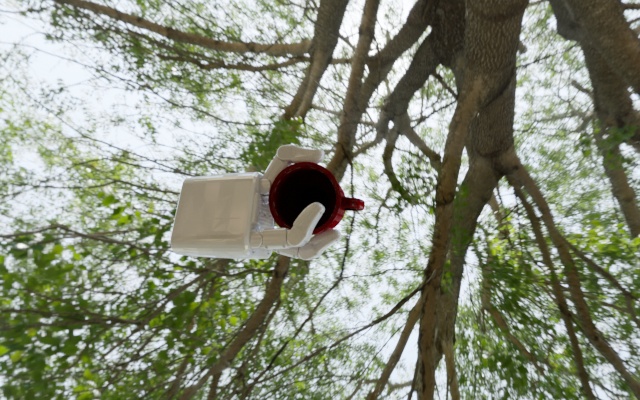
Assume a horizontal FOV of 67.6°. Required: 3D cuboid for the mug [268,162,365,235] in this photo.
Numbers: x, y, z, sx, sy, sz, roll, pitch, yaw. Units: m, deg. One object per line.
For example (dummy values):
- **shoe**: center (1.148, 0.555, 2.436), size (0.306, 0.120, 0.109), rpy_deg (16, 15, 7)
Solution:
- **mug**: center (0.002, 0.002, 0.625), size (0.117, 0.093, 0.081), rpy_deg (1, -6, 13)
